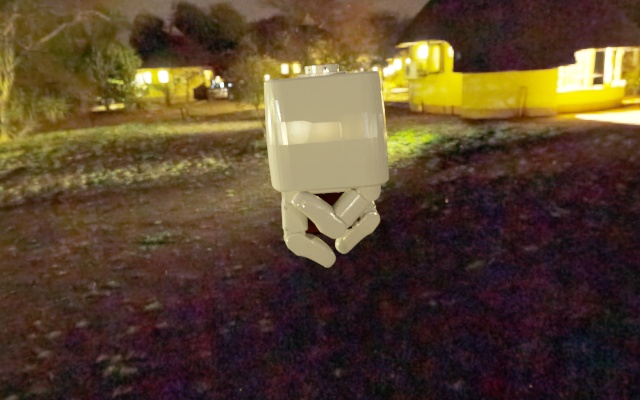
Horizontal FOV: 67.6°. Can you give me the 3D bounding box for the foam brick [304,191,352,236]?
[{"bbox_3d":[0.000,0.002,0.538,0.053,0.051,0.078,-10,15,-10],"label":"foam brick"}]
